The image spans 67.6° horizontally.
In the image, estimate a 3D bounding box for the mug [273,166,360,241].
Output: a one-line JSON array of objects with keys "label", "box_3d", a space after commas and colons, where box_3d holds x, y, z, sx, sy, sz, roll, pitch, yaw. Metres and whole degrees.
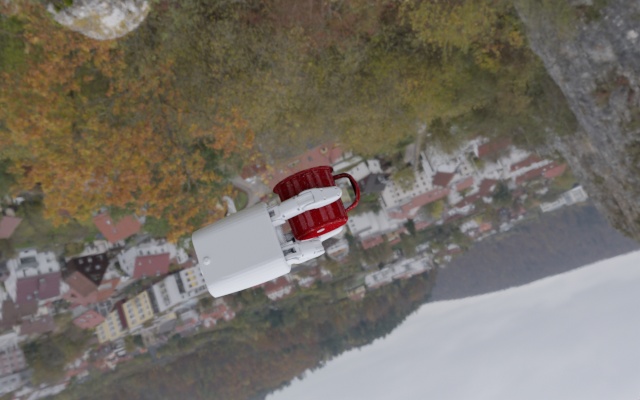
[{"label": "mug", "box_3d": [0.002, 0.002, 0.681, 0.117, 0.081, 0.093, -21, -12, 1]}]
